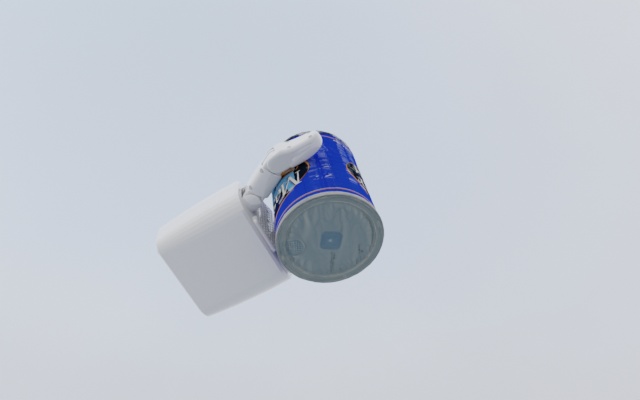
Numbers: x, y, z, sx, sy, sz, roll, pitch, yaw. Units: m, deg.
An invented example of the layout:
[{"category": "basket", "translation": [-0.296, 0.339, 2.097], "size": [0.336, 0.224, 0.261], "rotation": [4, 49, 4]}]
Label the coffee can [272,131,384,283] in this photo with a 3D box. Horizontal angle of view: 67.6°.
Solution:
[{"category": "coffee can", "translation": [0.000, 0.002, 0.502], "size": [0.103, 0.103, 0.140], "rotation": [0, 32, -9]}]
